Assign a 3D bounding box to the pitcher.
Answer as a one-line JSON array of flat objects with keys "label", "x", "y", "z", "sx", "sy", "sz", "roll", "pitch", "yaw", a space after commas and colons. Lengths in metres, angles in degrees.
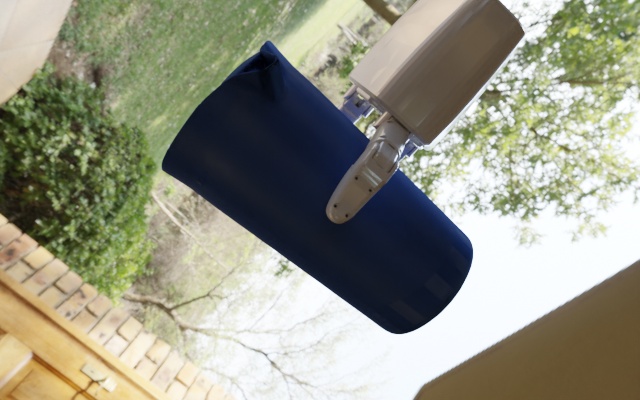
[{"label": "pitcher", "x": 0.000, "y": 0.001, "z": 0.405, "sx": 0.243, "sy": 0.145, "sz": 0.149, "roll": 40, "pitch": 11, "yaw": -8}]
